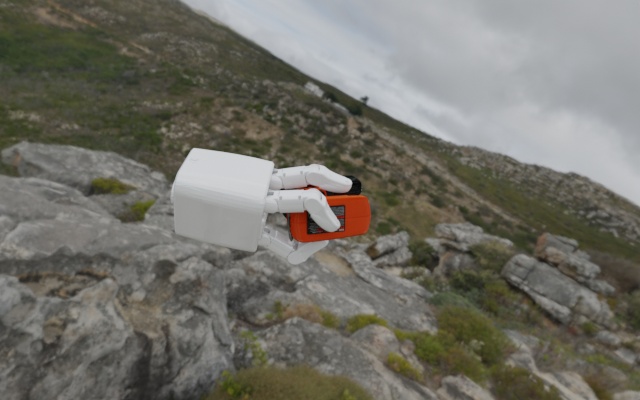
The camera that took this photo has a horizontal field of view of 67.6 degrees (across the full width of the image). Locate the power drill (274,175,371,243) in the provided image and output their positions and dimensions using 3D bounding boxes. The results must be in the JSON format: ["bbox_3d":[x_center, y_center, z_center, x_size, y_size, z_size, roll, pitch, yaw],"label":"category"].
[{"bbox_3d":[0.000,0.002,0.681,0.184,0.057,0.187,-7,14,-17],"label":"power drill"}]
